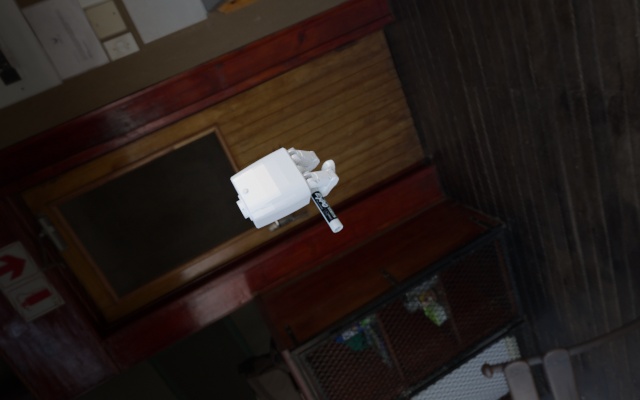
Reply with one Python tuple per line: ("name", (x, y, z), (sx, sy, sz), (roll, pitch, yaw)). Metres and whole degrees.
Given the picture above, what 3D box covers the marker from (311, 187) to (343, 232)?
("marker", (0.000, 0.003, 0.826), (0.020, 0.121, 0.020), (-26, -27, -14))
